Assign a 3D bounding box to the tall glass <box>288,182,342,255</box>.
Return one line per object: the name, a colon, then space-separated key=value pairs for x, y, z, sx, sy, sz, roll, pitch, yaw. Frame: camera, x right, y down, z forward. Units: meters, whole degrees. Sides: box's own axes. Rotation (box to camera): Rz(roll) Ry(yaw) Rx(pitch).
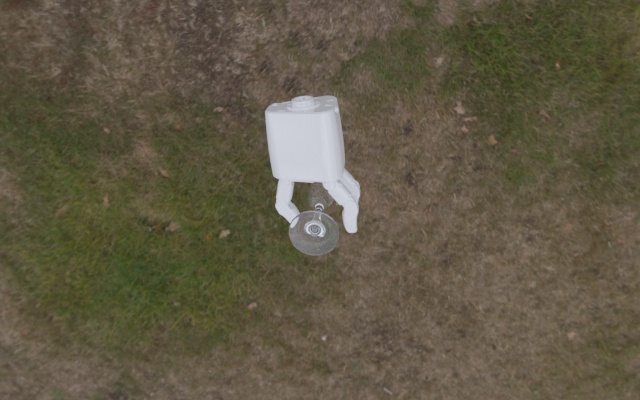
tall glass: x=0.000 y=0.003 z=0.774 sx=0.079 sy=0.079 sz=0.201 roll=0 pitch=27 yaw=6
